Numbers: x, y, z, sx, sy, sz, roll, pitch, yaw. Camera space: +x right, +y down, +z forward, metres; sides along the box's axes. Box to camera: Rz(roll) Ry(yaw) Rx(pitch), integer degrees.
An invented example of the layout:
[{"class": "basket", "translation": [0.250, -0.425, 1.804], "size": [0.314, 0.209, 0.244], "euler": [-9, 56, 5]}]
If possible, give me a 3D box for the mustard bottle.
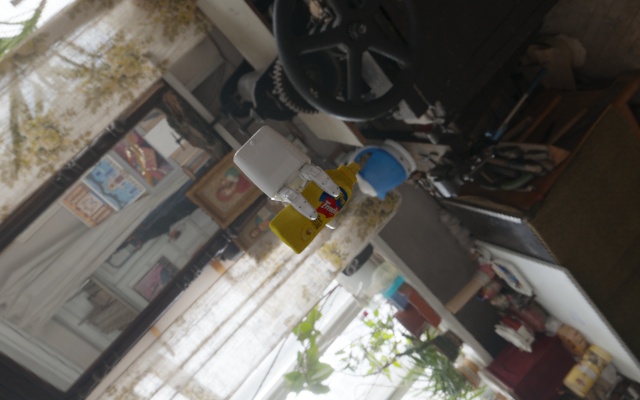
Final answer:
[{"class": "mustard bottle", "translation": [0.000, 0.003, 0.850], "size": [0.058, 0.191, 0.096], "euler": [37, -11, 36]}]
